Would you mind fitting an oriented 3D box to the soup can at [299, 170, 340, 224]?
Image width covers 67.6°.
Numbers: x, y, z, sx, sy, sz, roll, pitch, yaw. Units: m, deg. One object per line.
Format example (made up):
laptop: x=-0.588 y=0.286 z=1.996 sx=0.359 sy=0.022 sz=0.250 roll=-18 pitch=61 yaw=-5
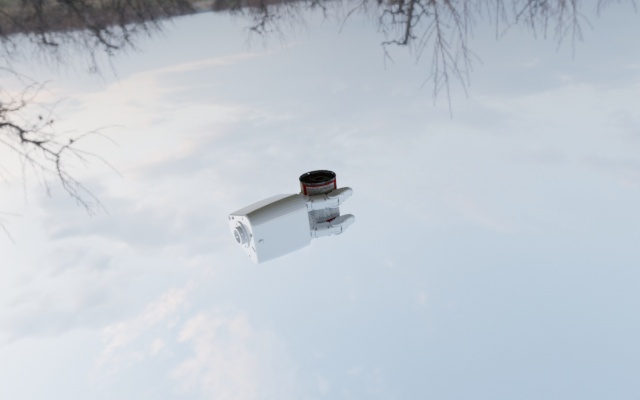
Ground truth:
soup can: x=0.001 y=0.003 z=0.875 sx=0.068 sy=0.102 sz=0.068 roll=-6 pitch=23 yaw=3
